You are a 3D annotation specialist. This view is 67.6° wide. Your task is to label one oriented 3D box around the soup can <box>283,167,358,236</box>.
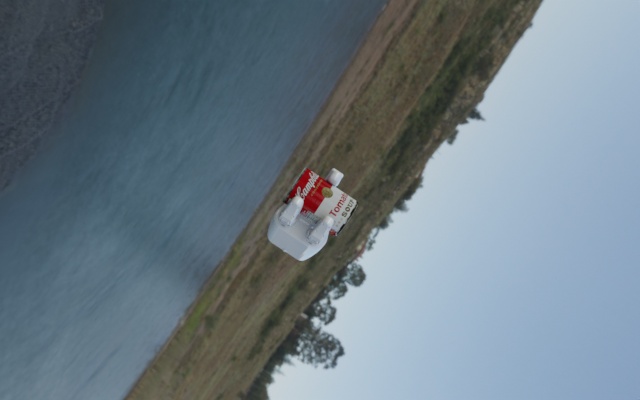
[{"bbox_3d":[0.001,0.002,0.761,0.102,0.068,0.068,34,-1,-1],"label":"soup can"}]
